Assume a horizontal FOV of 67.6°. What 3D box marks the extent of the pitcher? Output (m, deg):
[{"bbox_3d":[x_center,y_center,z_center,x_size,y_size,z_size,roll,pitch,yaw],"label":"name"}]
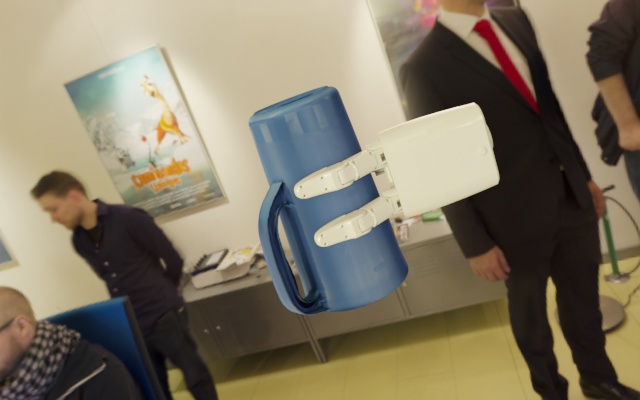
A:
[{"bbox_3d":[0.000,0.002,0.556,0.145,0.243,0.149,-19,15,7],"label":"pitcher"}]
